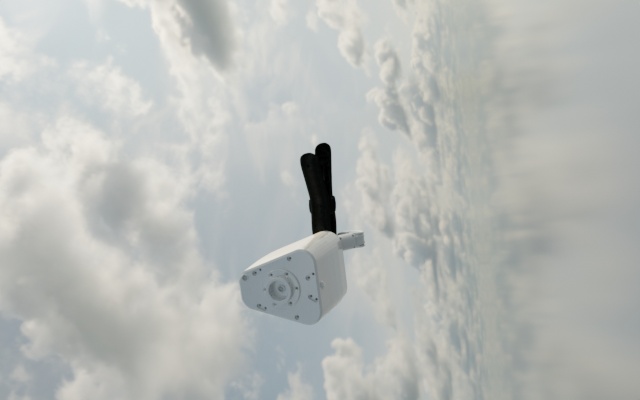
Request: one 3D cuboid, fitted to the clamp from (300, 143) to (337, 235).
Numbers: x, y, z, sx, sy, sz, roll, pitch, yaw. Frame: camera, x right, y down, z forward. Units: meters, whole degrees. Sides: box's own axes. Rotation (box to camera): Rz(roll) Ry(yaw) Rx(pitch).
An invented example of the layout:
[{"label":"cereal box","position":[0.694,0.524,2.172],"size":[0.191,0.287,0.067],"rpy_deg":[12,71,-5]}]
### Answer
[{"label":"clamp","position":[0.000,0.002,0.680],"size":[0.039,0.171,0.120],"rpy_deg":[-6,4,18]}]
